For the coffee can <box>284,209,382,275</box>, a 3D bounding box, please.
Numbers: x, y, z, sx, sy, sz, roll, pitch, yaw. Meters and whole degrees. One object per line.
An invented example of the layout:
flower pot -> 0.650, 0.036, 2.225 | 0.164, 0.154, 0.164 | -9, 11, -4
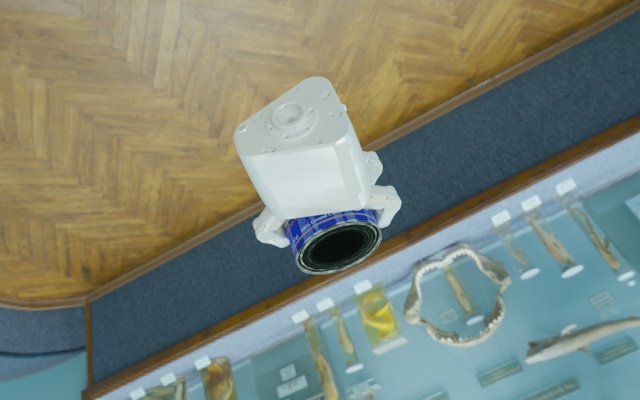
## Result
coffee can -> 0.000, 0.002, 0.572 | 0.103, 0.140, 0.103 | -15, -35, -11
